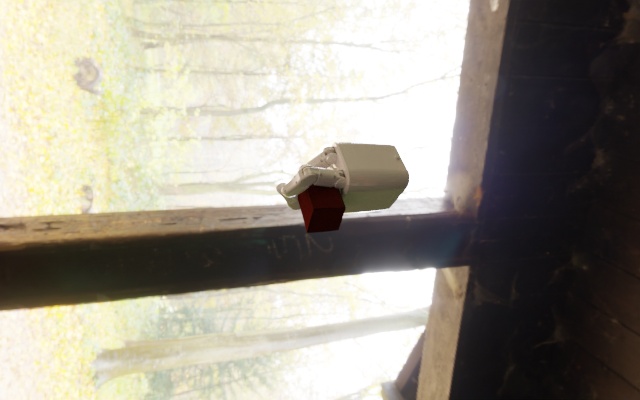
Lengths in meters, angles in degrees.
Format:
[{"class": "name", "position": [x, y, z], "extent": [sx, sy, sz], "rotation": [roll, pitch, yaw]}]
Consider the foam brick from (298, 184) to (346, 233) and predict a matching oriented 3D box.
[{"class": "foam brick", "position": [0.000, 0.003, 0.722], "extent": [0.051, 0.078, 0.053], "rotation": [-1, -43, -18]}]
